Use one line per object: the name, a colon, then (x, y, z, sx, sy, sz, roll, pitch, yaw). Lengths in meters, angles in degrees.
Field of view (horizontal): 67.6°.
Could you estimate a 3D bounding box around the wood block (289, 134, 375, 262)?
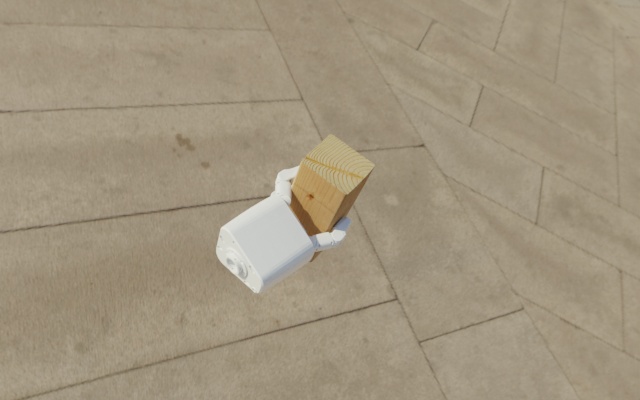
wood block: (0.000, 0.003, 0.810, 0.090, 0.091, 0.206, -45, -12, -38)
